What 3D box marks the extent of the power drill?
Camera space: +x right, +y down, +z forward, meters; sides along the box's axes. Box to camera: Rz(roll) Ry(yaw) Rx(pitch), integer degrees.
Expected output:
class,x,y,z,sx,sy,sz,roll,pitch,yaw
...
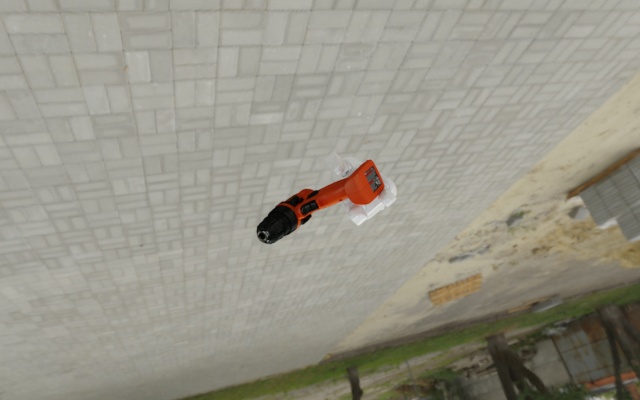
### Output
class,x,y,z,sx,sy,sz,roll,pitch,yaw
power drill,0.001,0.002,0.782,0.188,0.057,0.184,-21,11,29
